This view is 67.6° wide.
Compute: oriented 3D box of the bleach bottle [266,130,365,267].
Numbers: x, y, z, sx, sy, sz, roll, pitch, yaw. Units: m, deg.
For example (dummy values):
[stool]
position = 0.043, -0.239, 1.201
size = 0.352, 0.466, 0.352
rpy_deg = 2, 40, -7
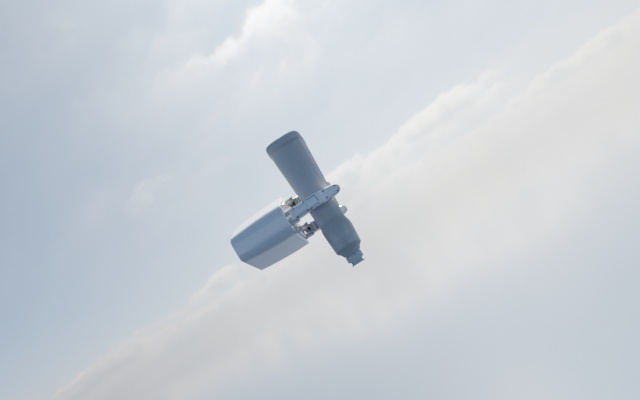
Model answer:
[bleach bottle]
position = 0.000, 0.003, 0.839
size = 0.068, 0.251, 0.102
rpy_deg = -32, -7, 4
